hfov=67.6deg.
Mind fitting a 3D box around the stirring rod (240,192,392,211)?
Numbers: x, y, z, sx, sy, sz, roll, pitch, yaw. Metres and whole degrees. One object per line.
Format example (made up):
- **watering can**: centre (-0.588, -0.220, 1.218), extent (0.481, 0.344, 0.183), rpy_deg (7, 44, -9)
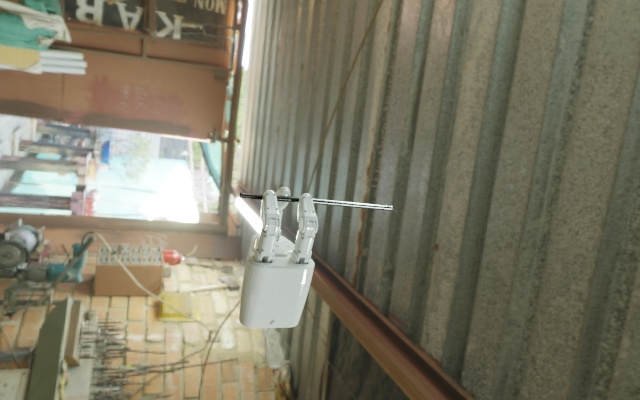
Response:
- **stirring rod**: centre (0.000, 0.002, 0.705), extent (0.239, 0.011, 0.011), rpy_deg (5, -2, -22)
